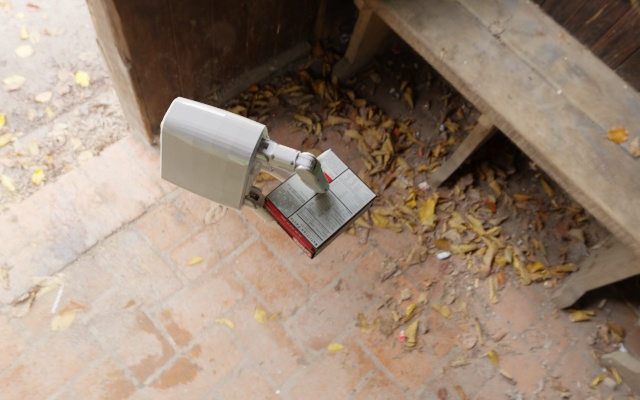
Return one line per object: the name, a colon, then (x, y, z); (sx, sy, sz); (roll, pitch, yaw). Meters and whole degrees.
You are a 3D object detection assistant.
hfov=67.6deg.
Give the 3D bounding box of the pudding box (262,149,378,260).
pudding box: (0.000, 0.002, 0.581); (0.113, 0.090, 0.039); (-40, -10, -23)
